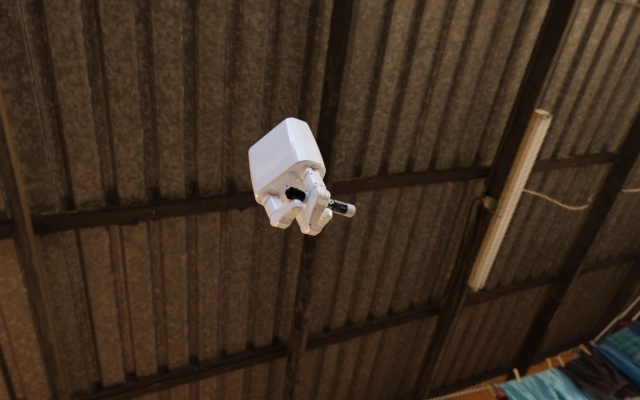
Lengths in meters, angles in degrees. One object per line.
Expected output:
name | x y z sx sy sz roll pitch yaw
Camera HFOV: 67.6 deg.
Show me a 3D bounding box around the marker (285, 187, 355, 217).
marker | 0.000 0.002 0.698 0.121 0.020 0.020 17 -10 -35
